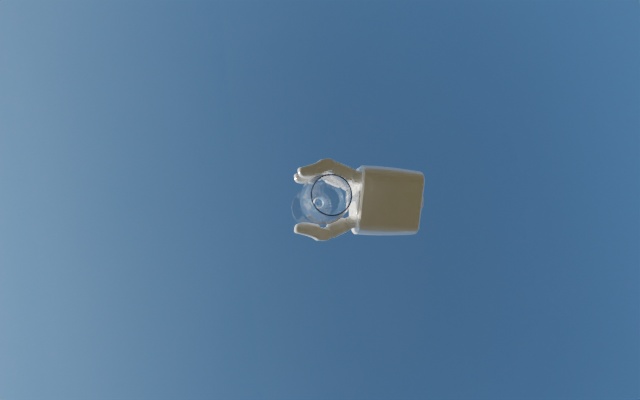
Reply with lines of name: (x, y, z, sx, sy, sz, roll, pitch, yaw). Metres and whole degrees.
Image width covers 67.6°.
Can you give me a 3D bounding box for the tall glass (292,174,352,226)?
tall glass: (0.000, 0.003, 0.785, 0.079, 0.079, 0.201, 0, -6, -9)
